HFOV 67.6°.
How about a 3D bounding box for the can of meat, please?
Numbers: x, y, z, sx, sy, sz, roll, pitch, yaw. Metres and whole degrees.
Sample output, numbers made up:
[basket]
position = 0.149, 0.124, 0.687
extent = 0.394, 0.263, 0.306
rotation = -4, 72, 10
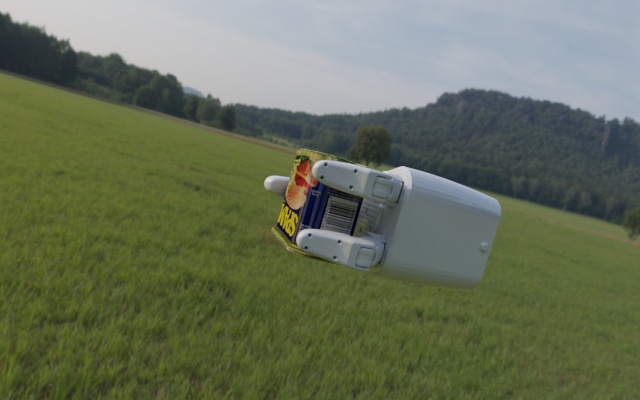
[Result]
[can of meat]
position = 0.000, 0.001, 0.426
extent = 0.057, 0.084, 0.102
rotation = 15, 5, -17
